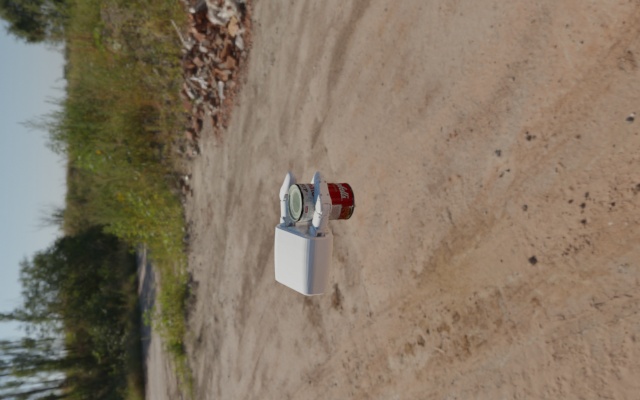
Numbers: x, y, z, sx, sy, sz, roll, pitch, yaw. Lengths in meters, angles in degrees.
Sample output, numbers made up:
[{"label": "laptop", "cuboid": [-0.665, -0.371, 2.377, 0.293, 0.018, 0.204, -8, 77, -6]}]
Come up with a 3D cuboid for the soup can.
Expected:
[{"label": "soup can", "cuboid": [0.000, 0.002, 0.847, 0.102, 0.068, 0.068, -2, 1, -25]}]
